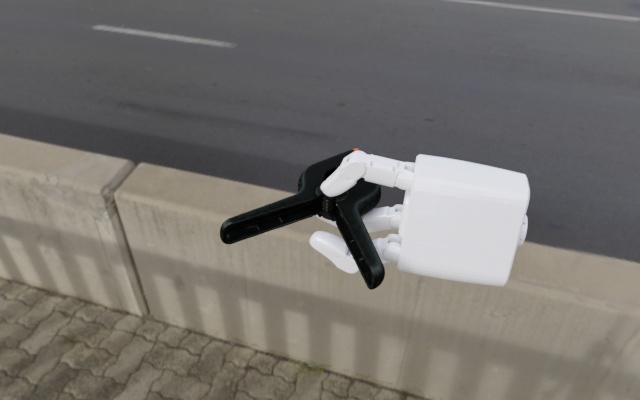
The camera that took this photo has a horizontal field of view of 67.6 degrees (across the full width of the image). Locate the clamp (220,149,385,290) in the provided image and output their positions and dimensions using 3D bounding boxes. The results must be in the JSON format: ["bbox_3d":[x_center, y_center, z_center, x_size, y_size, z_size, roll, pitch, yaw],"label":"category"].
[{"bbox_3d":[0.001,0.001,0.516,0.164,0.036,0.209,12,37,8],"label":"clamp"}]
